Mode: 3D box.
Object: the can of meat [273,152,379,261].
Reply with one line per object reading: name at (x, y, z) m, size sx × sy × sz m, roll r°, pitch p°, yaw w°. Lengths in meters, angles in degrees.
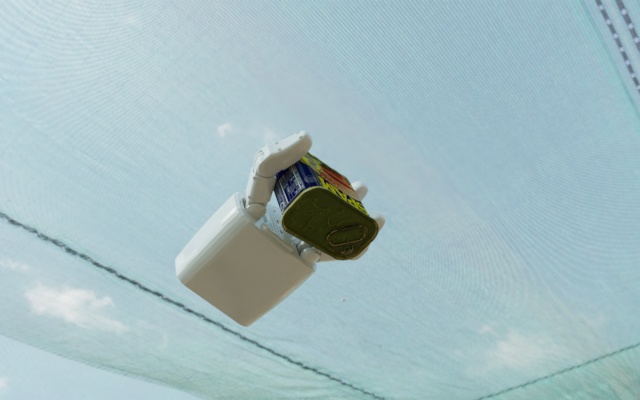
can of meat at (0.000, 0.001, 0.485) m, size 0.102 × 0.057 × 0.084 m, roll 32°, pitch 20°, yaw -34°
